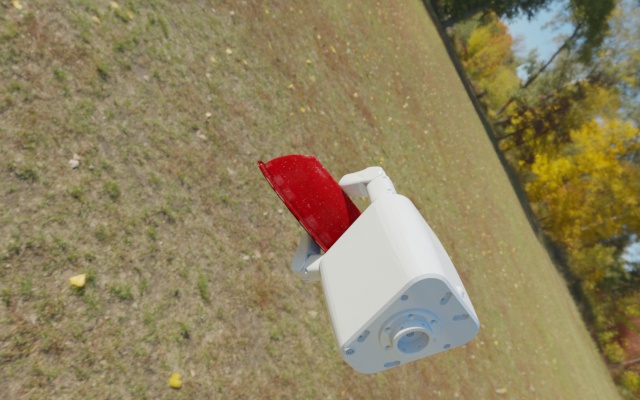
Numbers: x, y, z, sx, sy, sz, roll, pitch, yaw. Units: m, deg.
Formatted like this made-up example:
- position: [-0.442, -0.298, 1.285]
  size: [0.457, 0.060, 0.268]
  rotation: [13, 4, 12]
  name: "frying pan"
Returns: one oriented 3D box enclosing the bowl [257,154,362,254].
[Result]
- position: [0.000, 0.001, 0.543]
  size: [0.055, 0.162, 0.162]
  rotation: [-39, -1, 1]
  name: "bowl"
